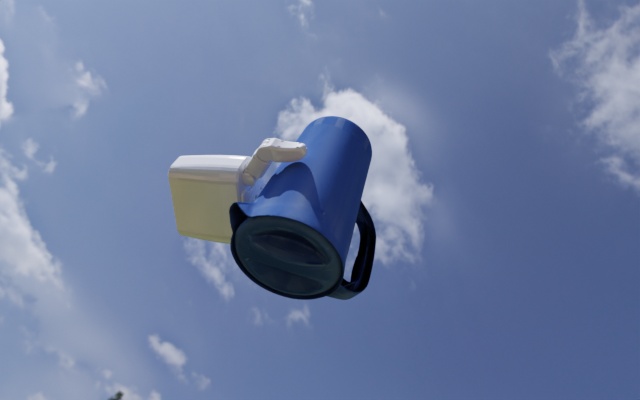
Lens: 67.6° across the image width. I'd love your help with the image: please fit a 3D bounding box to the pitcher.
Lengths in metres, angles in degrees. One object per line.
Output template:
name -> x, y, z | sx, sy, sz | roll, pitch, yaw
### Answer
pitcher -> 0.000, 0.002, 0.614 | 0.145, 0.149, 0.242 | 3, 40, 18
